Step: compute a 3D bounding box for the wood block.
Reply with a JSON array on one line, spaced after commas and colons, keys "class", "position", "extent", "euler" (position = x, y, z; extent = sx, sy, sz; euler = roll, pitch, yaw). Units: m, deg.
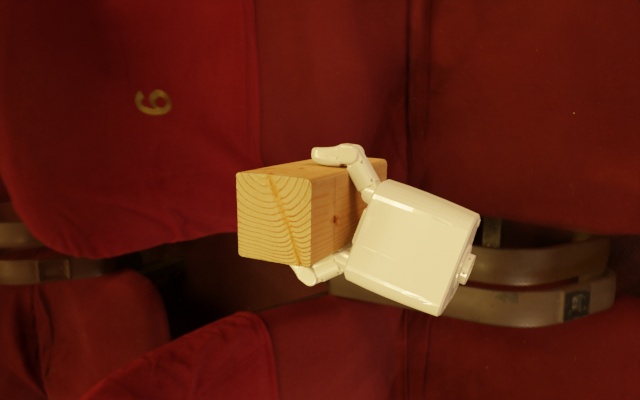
[{"class": "wood block", "position": [0.000, 0.002, 0.564], "extent": [0.090, 0.091, 0.206], "euler": [6, 12, 27]}]
